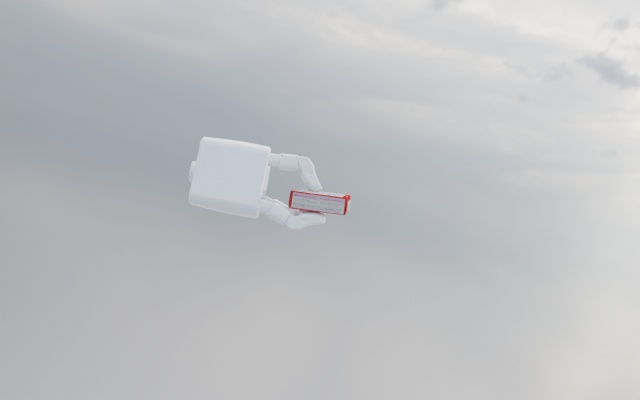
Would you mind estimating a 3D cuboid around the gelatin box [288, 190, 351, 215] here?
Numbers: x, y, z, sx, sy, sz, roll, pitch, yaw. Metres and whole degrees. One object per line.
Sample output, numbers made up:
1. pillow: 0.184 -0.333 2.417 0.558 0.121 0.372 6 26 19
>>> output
1. gelatin box: 0.001 0.002 0.750 0.089 0.030 0.073 7 4 7
